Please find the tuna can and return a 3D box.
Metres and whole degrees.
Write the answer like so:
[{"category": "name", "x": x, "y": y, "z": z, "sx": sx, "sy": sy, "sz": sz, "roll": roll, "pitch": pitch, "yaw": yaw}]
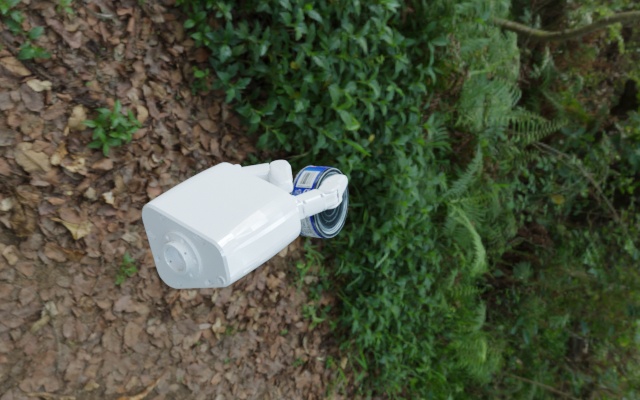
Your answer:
[{"category": "tuna can", "x": 0.001, "y": 0.002, "z": 0.570, "sx": 0.034, "sy": 0.086, "sz": 0.086, "roll": 5, "pitch": 2, "yaw": 31}]
